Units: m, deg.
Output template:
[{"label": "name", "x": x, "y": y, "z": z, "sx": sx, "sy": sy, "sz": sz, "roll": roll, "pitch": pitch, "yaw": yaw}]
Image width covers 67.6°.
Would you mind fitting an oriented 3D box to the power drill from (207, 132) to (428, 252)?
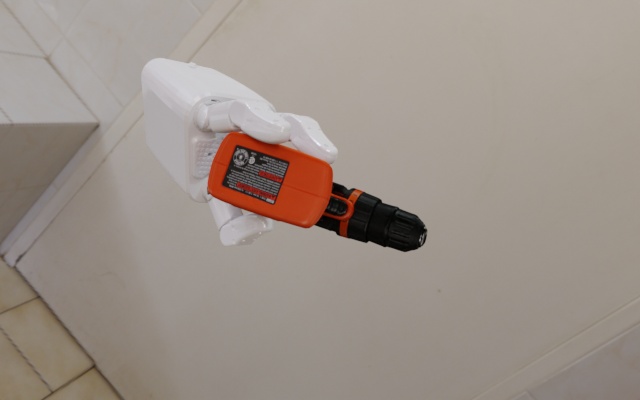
[{"label": "power drill", "x": 0.000, "y": 0.001, "z": 0.439, "sx": 0.184, "sy": 0.057, "sz": 0.188, "roll": 17, "pitch": -4, "yaw": 20}]
